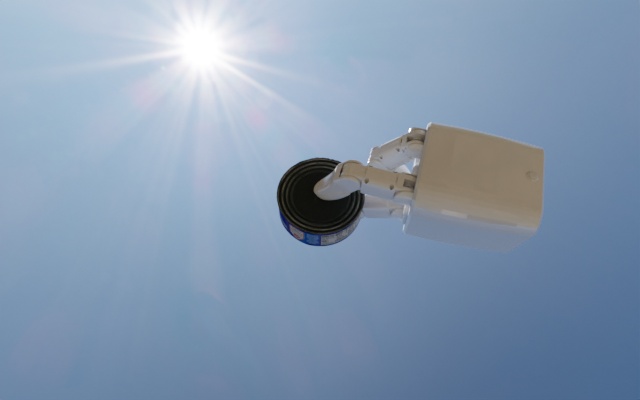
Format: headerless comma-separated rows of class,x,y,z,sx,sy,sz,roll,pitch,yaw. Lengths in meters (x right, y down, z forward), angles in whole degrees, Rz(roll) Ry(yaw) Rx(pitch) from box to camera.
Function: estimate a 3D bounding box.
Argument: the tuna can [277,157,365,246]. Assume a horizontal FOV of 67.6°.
tuna can,0.000,0.002,0.476,0.086,0.086,0.034,0,-29,-1
